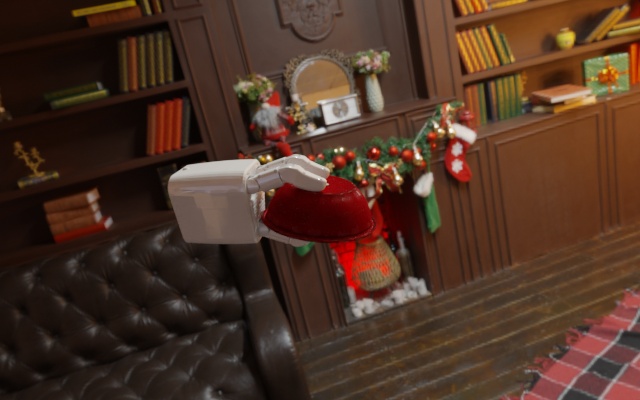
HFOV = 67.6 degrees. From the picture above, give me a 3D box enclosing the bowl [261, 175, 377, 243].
[{"bbox_3d":[0.001,0.002,0.660,0.162,0.055,0.162,5,19,-2],"label":"bowl"}]
